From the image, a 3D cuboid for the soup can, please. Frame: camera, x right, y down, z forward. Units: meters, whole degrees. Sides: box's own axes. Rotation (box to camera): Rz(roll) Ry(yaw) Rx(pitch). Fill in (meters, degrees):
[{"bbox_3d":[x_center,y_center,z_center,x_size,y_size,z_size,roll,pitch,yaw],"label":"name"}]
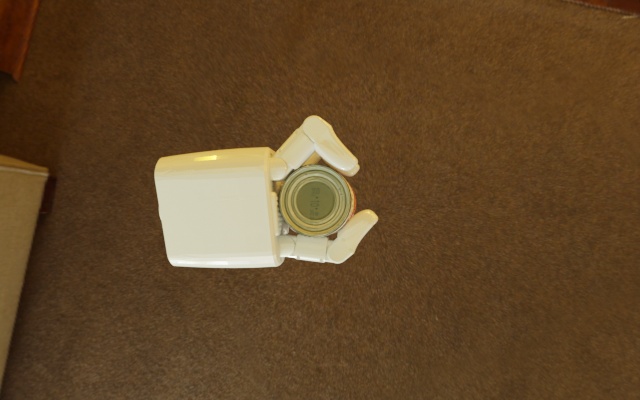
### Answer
[{"bbox_3d":[0.001,0.002,0.475,0.068,0.068,0.102,0,-2,6],"label":"soup can"}]
